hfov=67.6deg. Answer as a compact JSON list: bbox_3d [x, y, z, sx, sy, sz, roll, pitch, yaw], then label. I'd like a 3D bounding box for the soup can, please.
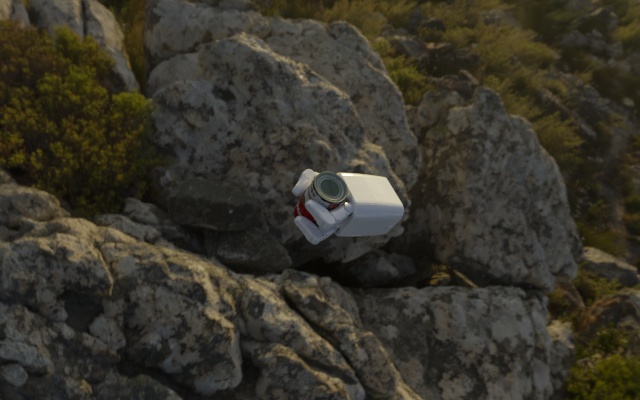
[{"bbox_3d":[0.000,0.003,0.866,0.068,0.068,0.102,0,-31,-26],"label":"soup can"}]
